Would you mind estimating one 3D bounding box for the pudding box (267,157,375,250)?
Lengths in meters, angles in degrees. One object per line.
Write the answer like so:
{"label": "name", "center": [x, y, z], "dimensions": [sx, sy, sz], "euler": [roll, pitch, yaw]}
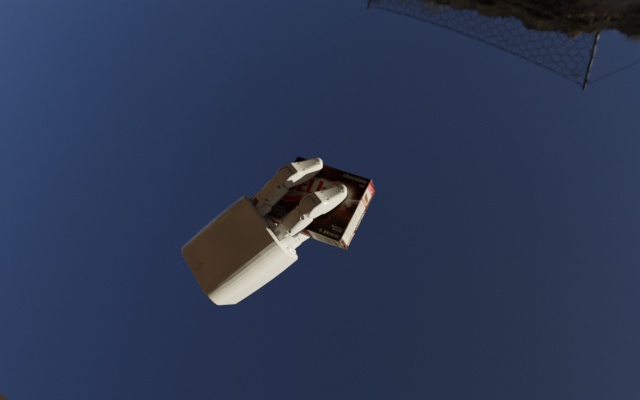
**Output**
{"label": "pudding box", "center": [0.000, 0.002, 0.607], "dimensions": [0.113, 0.090, 0.039], "euler": [20, -19, 23]}
